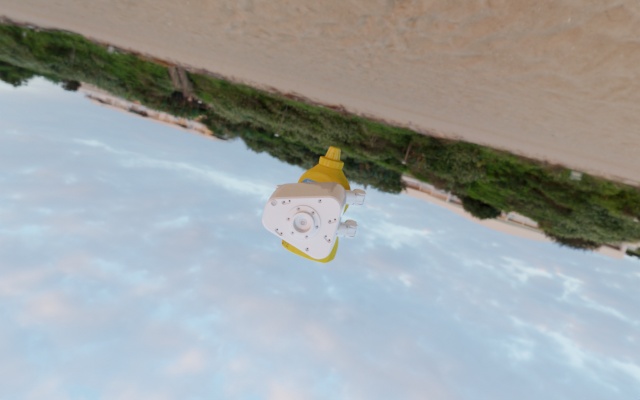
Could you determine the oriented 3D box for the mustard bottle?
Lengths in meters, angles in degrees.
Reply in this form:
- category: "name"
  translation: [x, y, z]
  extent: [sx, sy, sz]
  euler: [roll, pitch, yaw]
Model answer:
- category: "mustard bottle"
  translation: [0.000, 0.003, 0.812]
  extent: [0.096, 0.192, 0.058]
  euler: [20, 12, 24]
